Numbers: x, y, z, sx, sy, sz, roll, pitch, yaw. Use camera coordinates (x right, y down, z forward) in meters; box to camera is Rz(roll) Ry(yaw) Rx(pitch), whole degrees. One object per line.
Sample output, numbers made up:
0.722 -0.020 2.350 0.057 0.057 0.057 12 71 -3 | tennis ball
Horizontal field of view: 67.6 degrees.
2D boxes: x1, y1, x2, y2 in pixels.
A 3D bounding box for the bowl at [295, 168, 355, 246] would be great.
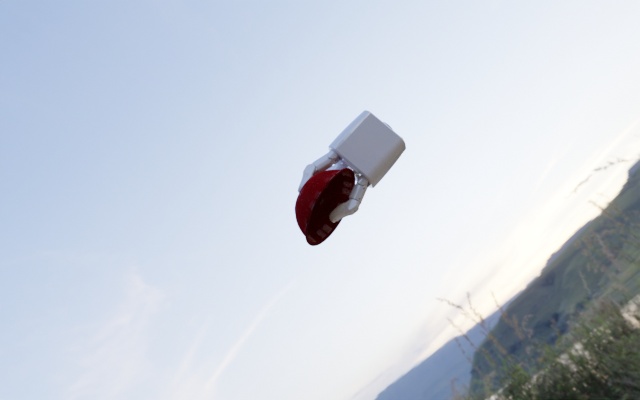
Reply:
-0.001 0.004 0.898 0.055 0.162 0.162 27 11 23 | bowl
